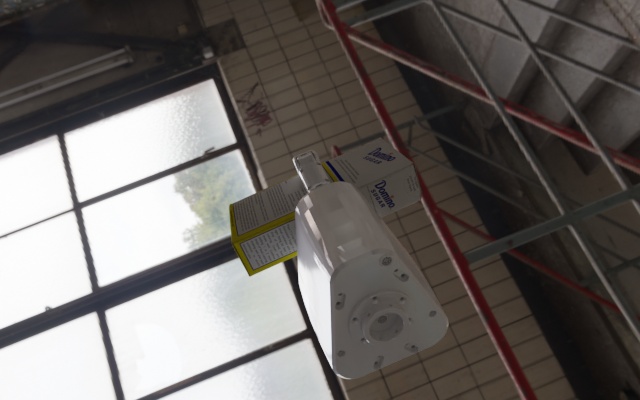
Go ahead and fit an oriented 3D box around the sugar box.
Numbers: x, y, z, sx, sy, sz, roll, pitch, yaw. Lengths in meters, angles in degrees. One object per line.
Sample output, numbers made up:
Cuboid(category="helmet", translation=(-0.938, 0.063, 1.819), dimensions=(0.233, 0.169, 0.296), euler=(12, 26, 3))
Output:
Cuboid(category="sugar box", translation=(0.000, 0.002, 0.465), dimensions=(0.176, 0.048, 0.093), euler=(-21, 26, -3))
